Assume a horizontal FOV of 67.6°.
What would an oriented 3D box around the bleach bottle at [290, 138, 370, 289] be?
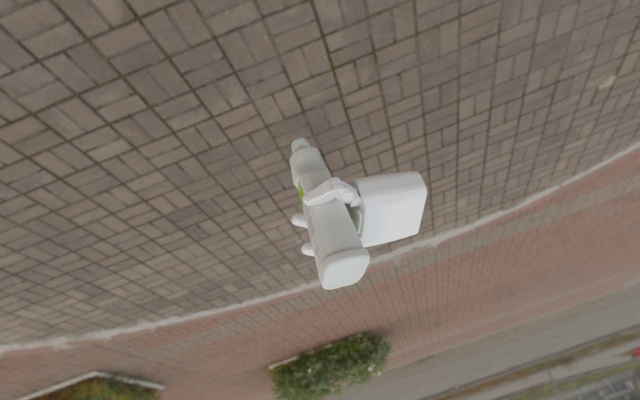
[{"bbox_3d":[0.000,0.002,0.732,0.068,0.250,0.103,-11,-31,-13],"label":"bleach bottle"}]
